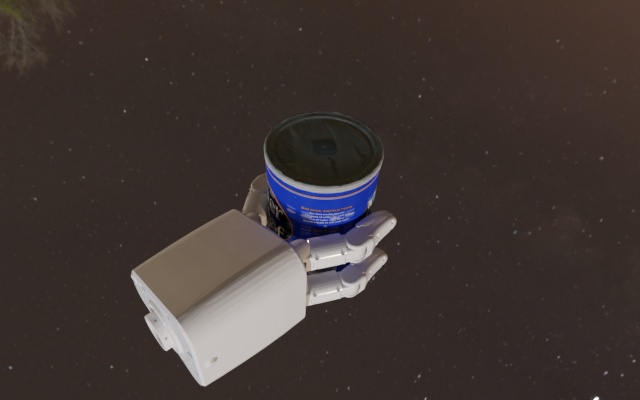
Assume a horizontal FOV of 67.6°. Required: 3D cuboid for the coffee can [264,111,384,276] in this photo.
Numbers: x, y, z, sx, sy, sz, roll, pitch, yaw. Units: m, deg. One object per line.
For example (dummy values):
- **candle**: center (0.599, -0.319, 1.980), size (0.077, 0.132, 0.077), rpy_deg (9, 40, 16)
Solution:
- **coffee can**: center (0.000, 0.001, 0.457), size (0.103, 0.102, 0.140), rpy_deg (0, -44, -3)
